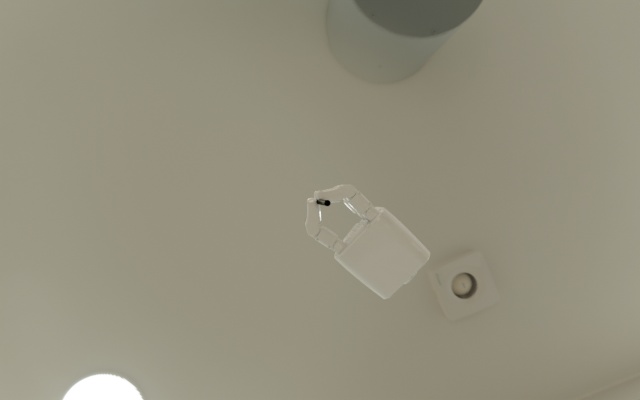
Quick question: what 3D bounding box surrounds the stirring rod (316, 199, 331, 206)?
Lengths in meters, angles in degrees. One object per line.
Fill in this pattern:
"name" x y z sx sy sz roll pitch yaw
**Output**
"stirring rod" 0.000 0.002 0.709 0.011 0.011 0.239 0 0 -4
